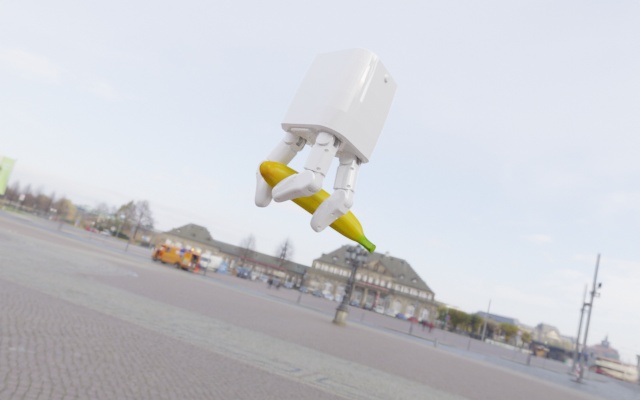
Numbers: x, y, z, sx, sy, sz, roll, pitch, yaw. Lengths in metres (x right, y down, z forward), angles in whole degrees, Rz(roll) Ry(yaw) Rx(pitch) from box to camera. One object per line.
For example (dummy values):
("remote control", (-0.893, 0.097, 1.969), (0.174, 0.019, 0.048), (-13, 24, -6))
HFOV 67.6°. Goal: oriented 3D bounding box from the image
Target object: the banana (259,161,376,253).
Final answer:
("banana", (-0.006, 0.000, 0.607), (0.198, 0.037, 0.069), (35, -5, -29))
